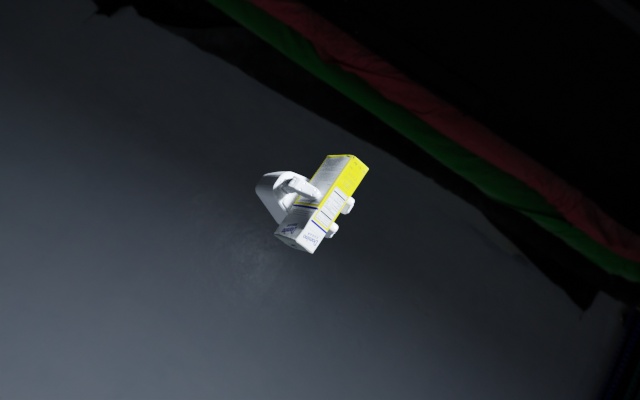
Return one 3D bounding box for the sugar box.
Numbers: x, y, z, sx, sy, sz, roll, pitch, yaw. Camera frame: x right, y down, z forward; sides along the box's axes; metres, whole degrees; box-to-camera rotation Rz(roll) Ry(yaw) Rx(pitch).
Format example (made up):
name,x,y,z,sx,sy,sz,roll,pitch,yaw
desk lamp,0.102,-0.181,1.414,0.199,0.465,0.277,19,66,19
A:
name,x,y,z,sx,sy,sz,roll,pitch,yaw
sugar box,0.001,0.003,0.816,0.048,0.176,0.093,39,-14,-25
